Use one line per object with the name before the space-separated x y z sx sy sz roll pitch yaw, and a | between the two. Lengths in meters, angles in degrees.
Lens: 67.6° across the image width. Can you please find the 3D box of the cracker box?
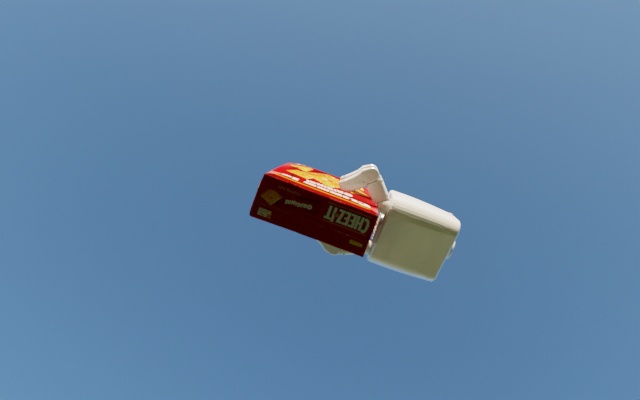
cracker box | 0.000 0.003 0.729 0.164 0.072 0.213 20 9 2
